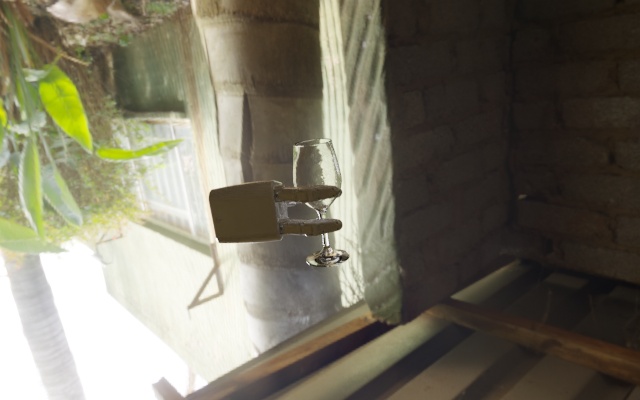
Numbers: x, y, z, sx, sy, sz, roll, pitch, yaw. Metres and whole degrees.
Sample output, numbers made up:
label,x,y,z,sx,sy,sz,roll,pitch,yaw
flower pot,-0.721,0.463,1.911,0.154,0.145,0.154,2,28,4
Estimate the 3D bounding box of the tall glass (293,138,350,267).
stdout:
label,x,y,z,sx,sy,sz,roll,pitch,yaw
tall glass,0.000,0.003,0.783,0.079,0.201,0.079,-7,15,2
